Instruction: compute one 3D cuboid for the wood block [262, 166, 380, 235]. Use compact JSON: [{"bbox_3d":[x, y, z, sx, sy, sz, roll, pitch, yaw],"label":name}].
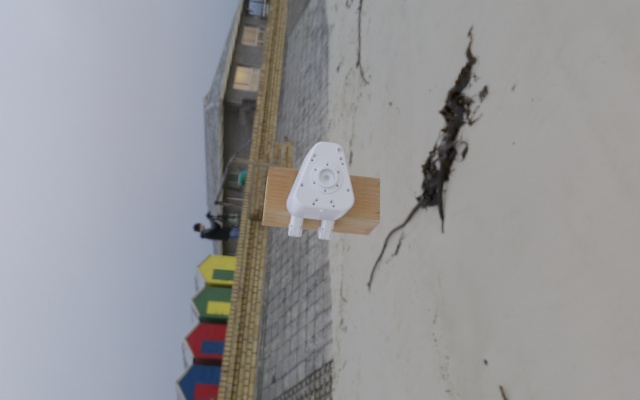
[{"bbox_3d":[0.000,0.002,0.893,0.206,0.090,0.090,6,-21,-7],"label":"wood block"}]
